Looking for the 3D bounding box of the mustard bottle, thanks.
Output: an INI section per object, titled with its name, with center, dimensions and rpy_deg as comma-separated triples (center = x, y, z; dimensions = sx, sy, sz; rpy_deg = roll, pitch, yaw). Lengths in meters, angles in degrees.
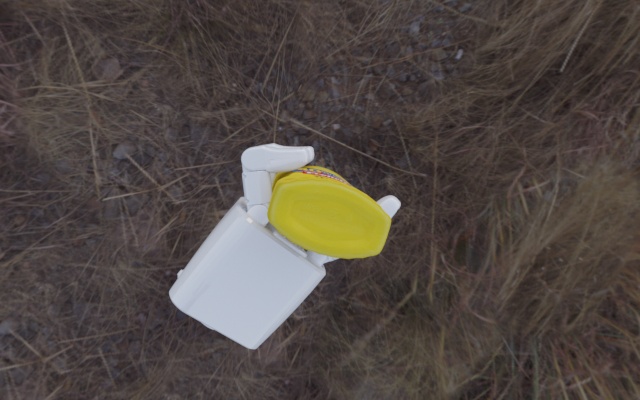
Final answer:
[mustard bottle]
center = 0.000, 0.001, 0.455
dimensions = 0.096, 0.058, 0.191
rpy_deg = 16, 7, -7
